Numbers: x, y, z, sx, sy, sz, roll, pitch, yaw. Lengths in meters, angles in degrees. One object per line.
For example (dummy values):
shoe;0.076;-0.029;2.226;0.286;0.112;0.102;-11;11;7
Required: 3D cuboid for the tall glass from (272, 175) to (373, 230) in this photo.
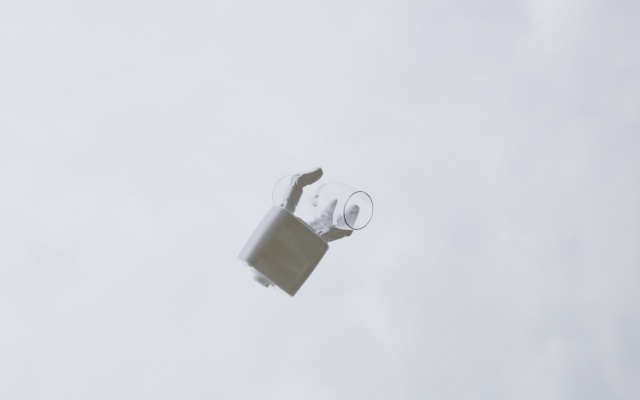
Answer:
tall glass;0.000;0.002;0.817;0.079;0.079;0.201;0;7;-37
